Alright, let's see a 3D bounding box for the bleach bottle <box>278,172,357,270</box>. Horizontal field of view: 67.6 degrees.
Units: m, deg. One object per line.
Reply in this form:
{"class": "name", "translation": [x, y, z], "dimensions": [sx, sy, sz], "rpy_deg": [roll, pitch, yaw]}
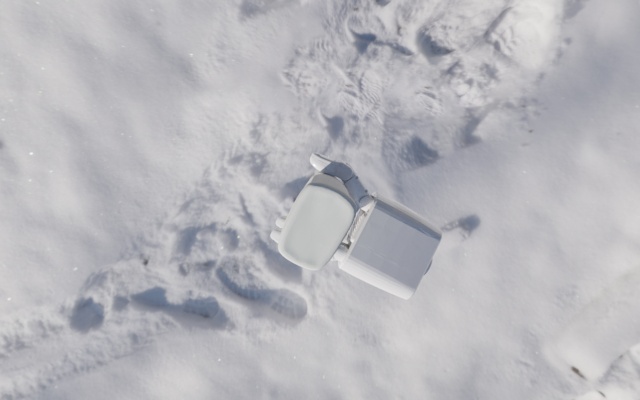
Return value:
{"class": "bleach bottle", "translation": [0.000, 0.002, 0.643], "dimensions": [0.068, 0.102, 0.250], "rpy_deg": [28, 14, -4]}
